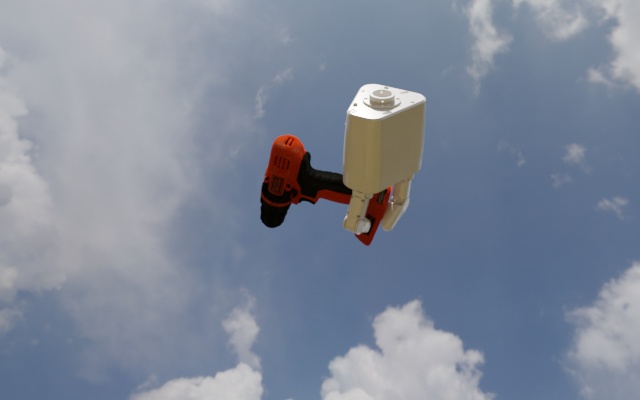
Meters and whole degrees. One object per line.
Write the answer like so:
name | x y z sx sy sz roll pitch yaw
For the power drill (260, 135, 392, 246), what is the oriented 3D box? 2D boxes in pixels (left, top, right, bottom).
power drill | 0.001 0.002 0.722 0.187 0.057 0.185 19 -42 1
